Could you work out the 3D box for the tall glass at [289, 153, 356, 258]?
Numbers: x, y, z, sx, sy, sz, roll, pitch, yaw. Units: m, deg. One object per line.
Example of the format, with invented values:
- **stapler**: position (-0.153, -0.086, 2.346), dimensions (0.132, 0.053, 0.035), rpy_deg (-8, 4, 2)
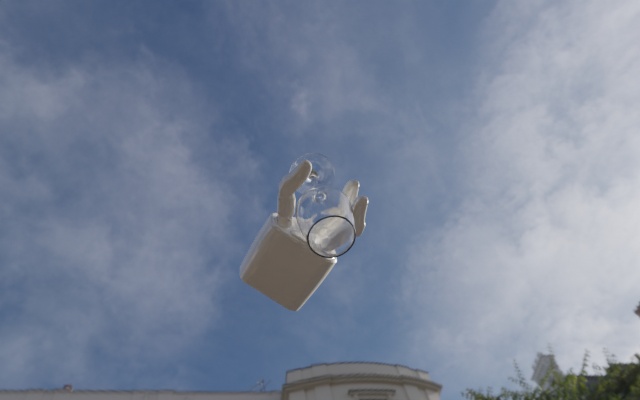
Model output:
- **tall glass**: position (0.000, 0.002, 0.682), dimensions (0.079, 0.079, 0.201), rpy_deg (0, 26, -9)
